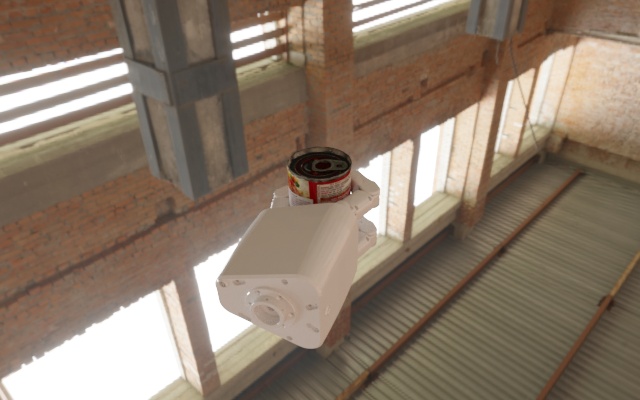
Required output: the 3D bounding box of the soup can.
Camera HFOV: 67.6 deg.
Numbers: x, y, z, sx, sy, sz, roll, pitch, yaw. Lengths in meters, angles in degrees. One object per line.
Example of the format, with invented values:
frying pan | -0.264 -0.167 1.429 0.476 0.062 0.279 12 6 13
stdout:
soup can | 0.000 0.002 0.525 0.068 0.102 0.068 -1 34 1
